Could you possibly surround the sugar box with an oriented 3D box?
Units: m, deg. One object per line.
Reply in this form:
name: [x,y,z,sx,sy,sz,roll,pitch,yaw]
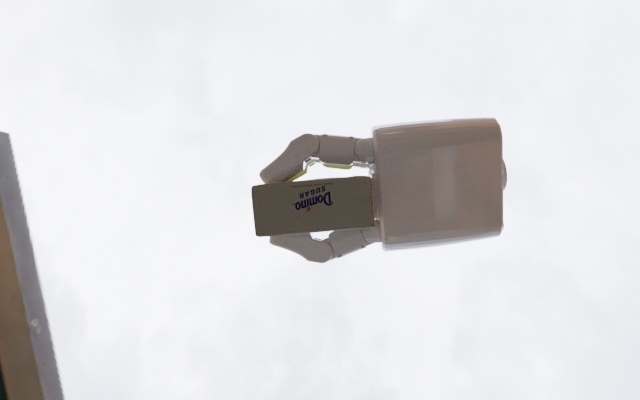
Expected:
sugar box: [0.000,0.001,0.439,0.093,0.048,0.176,-5,-1,3]
